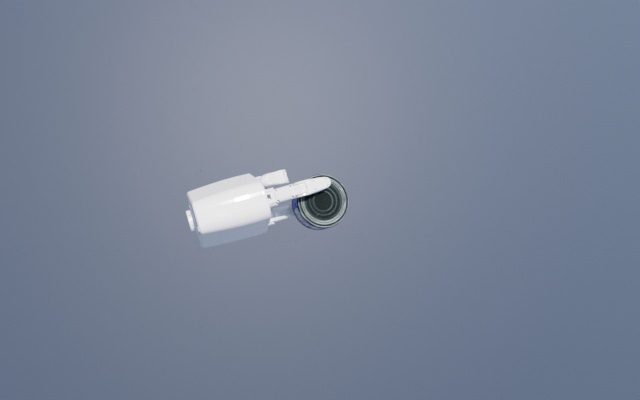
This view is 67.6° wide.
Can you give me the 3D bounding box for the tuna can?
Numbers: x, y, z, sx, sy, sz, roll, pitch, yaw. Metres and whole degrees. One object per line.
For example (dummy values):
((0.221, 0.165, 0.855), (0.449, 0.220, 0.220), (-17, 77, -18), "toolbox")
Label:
((0.000, 0.002, 0.747), (0.086, 0.086, 0.034), (0, -8, -18), "tuna can")
